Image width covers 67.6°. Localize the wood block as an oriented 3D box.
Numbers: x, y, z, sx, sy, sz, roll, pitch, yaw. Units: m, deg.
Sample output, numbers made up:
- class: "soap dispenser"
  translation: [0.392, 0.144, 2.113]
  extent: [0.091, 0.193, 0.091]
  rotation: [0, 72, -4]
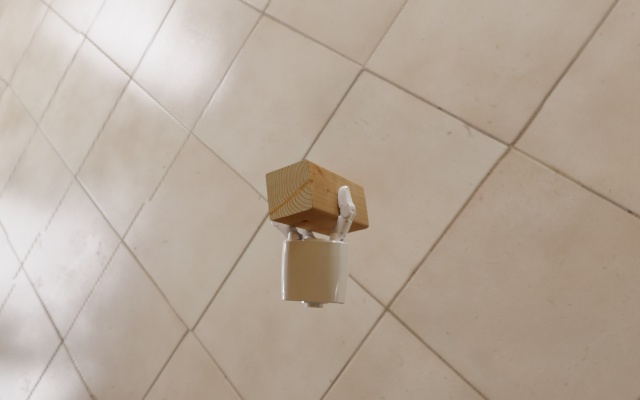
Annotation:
- class: "wood block"
  translation: [0.000, 0.003, 0.886]
  extent: [0.091, 0.090, 0.206]
  rotation: [-17, -20, 28]
